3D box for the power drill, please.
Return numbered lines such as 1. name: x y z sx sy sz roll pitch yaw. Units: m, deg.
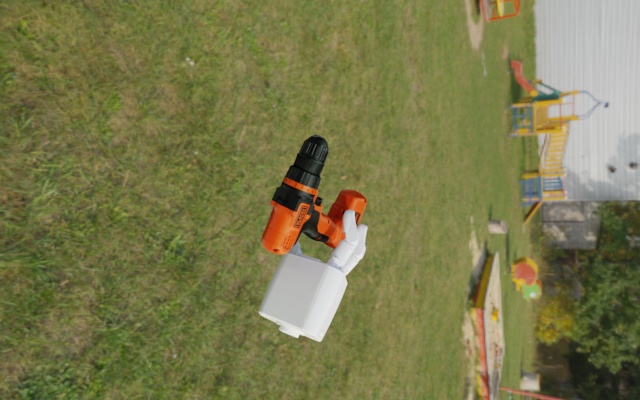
1. power drill: 0.000 0.003 0.759 0.057 0.184 0.188 28 6 36
